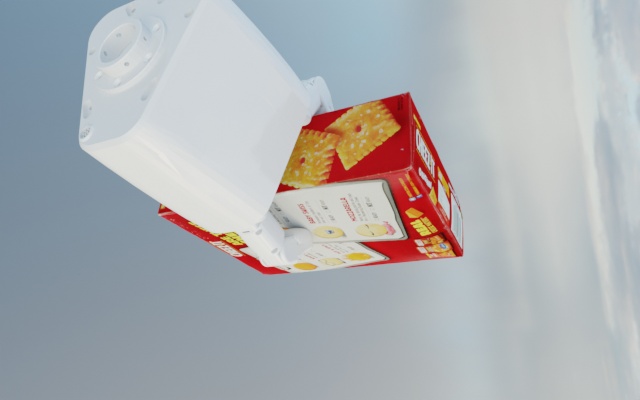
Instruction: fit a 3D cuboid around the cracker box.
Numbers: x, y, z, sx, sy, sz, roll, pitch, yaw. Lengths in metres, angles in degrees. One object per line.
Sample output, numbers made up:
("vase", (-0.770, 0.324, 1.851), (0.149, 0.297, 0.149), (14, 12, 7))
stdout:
("cracker box", (0.000, 0.002, 0.417), (0.214, 0.072, 0.164), (-9, -30, 26))
